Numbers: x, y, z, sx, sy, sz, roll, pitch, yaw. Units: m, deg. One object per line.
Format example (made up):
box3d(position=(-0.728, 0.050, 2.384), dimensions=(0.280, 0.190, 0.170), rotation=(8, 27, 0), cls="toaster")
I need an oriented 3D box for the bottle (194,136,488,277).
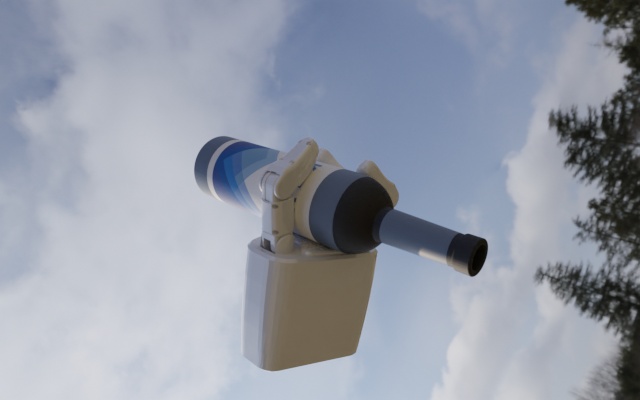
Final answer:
box3d(position=(0.000, 0.001, 0.414), dimensions=(0.295, 0.069, 0.069), rotation=(19, 13, 40), cls="bottle")
